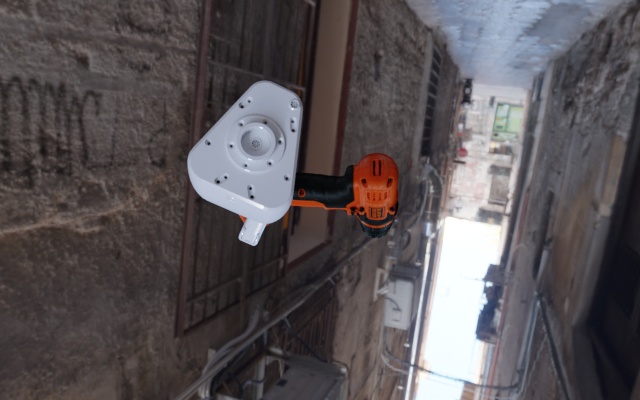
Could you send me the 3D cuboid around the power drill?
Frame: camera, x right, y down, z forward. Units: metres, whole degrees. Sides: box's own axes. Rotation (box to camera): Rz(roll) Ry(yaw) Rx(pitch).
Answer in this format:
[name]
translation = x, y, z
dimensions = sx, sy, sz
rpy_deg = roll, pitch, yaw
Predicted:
[power drill]
translation = 0.000, 0.002, 0.576
dimensions = 0.187, 0.057, 0.184
rpy_deg = -2, -25, 5
